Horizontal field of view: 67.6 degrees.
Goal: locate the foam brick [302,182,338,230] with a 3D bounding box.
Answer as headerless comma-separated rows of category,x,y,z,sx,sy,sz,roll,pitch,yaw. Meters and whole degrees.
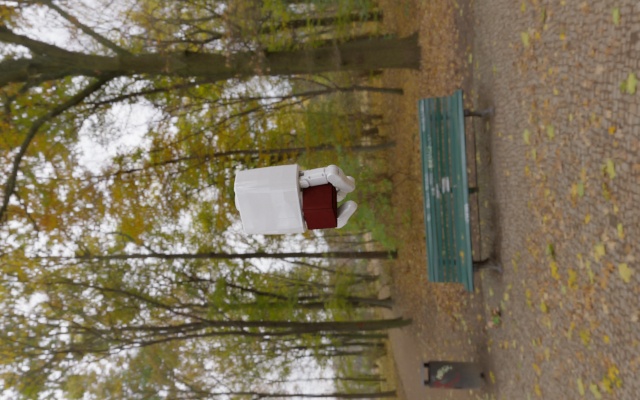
foam brick,0.000,0.003,0.789,0.051,0.078,0.053,-5,-43,6
